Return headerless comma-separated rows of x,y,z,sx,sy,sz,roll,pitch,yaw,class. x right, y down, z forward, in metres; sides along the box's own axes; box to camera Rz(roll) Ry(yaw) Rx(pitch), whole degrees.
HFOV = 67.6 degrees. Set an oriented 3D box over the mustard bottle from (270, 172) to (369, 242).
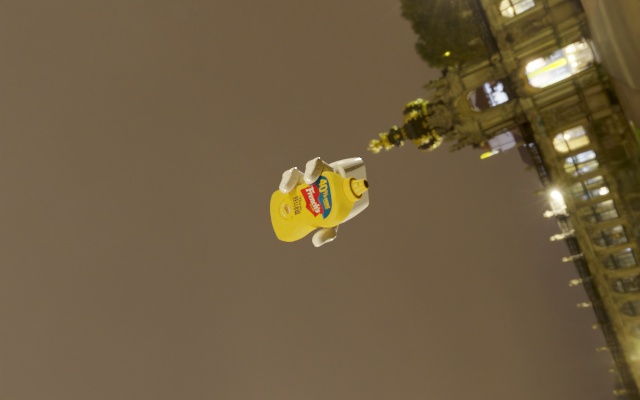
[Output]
0.000,0.003,0.837,0.192,0.096,0.058,-21,-24,32,mustard bottle
